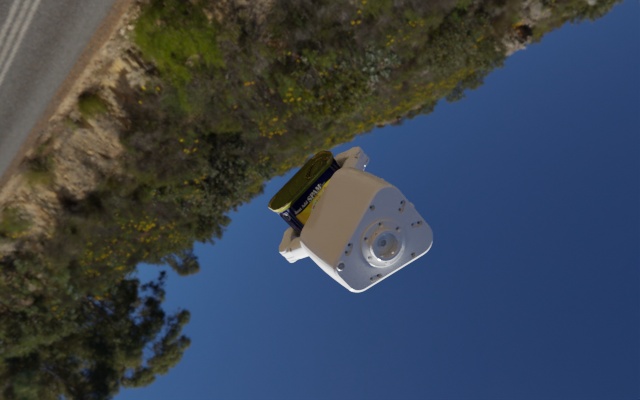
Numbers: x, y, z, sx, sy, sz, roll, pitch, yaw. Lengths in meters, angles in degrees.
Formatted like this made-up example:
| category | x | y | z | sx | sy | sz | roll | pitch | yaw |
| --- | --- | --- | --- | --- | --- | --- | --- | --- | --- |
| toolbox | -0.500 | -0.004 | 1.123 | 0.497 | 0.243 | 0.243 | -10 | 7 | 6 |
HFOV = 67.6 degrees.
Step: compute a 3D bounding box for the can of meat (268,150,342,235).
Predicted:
| category | x | y | z | sx | sy | sz | roll | pitch | yaw |
| --- | --- | --- | --- | --- | --- | --- | --- | --- | --- |
| can of meat | 0.000 | 0.002 | 0.605 | 0.084 | 0.102 | 0.057 | 47 | -9 | -21 |
